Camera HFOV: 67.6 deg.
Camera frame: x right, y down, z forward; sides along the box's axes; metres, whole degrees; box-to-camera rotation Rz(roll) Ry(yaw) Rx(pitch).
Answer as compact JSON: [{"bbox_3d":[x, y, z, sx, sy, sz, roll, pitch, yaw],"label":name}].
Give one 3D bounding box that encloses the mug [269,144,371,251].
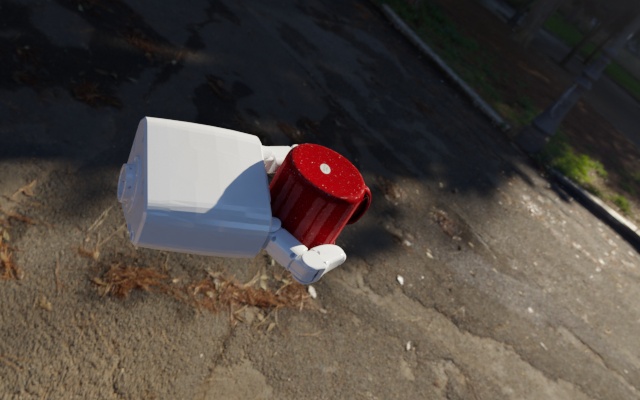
[{"bbox_3d":[0.001,0.002,0.466,0.117,0.081,0.093,7,40,-33],"label":"mug"}]
